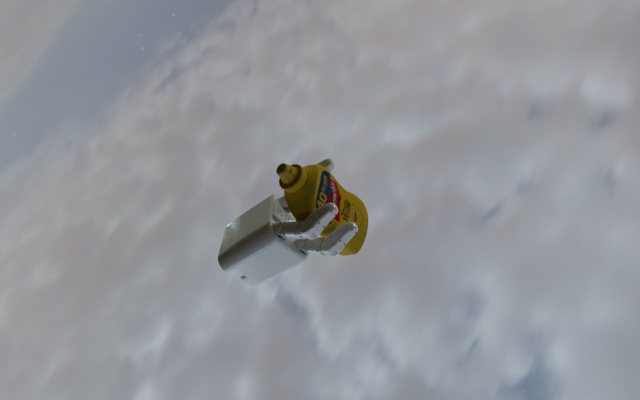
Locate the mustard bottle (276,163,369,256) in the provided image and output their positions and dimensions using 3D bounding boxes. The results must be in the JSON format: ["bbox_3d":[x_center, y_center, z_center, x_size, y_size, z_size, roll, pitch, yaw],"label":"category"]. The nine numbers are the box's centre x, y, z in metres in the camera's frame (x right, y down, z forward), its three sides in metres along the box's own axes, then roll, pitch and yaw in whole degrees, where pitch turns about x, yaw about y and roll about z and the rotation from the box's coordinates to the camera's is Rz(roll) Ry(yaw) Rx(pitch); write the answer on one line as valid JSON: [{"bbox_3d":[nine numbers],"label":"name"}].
[{"bbox_3d":[0.001,0.002,0.706,0.058,0.096,0.192,-10,-34,35],"label":"mustard bottle"}]
